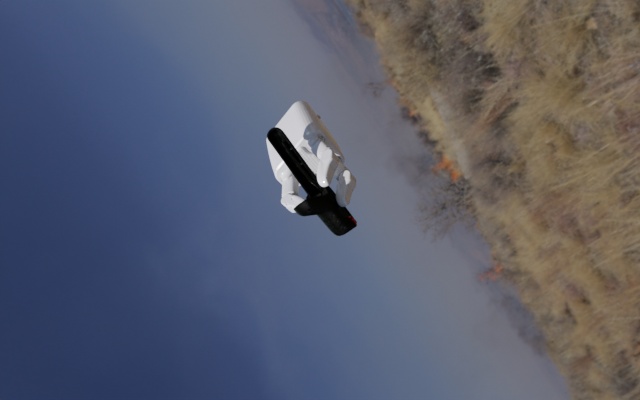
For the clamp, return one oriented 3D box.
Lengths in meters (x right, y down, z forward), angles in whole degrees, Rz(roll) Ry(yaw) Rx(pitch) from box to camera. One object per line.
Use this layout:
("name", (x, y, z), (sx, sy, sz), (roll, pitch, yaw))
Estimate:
("clamp", (0.000, 0.003, 0.706), (0.036, 0.164, 0.210), (-32, -48, 12))
